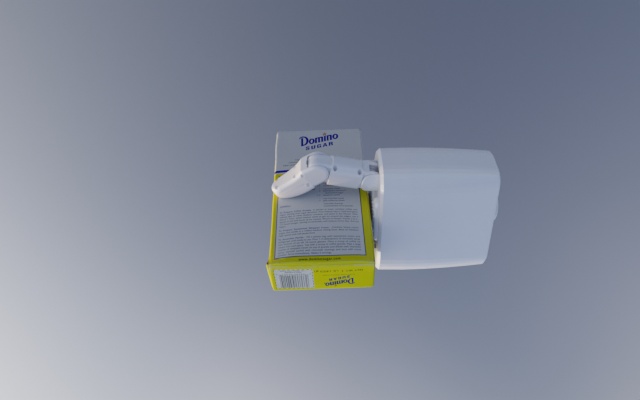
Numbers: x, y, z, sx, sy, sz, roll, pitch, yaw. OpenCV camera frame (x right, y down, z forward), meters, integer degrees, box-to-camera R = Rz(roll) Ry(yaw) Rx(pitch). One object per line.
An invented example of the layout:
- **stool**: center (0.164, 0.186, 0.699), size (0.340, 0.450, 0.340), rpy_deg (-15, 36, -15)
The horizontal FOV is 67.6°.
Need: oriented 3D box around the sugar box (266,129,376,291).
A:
- **sugar box**: center (0.000, 0.002, 0.469), size (0.093, 0.176, 0.048), rpy_deg (-2, -45, 2)
